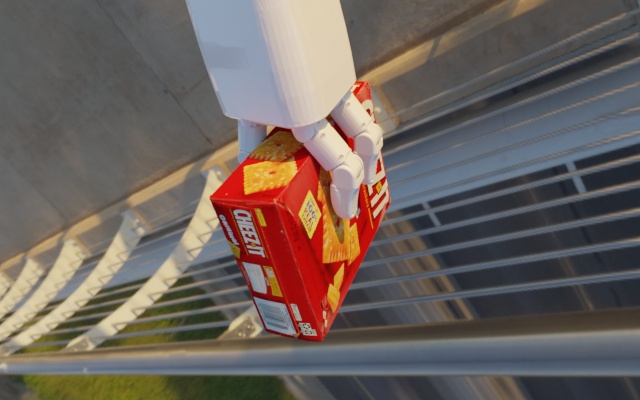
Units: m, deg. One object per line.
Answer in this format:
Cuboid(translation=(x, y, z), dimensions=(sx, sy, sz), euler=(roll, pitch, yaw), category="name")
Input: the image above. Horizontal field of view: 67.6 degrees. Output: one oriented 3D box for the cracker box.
Cuboid(translation=(0.000, 0.002, 0.469), dimensions=(0.072, 0.164, 0.213), euler=(5, 38, 26), category="cracker box")
